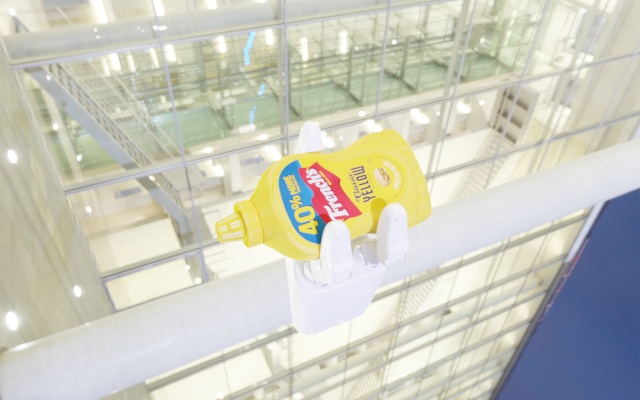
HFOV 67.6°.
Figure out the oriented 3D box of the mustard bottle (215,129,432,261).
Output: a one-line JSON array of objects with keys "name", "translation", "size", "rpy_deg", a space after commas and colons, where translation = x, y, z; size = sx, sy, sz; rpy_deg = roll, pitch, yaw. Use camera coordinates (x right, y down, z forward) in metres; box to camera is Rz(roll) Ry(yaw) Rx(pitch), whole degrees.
[{"name": "mustard bottle", "translation": [0.000, 0.001, 0.430], "size": [0.191, 0.096, 0.058], "rpy_deg": [-17, -11, -20]}]
